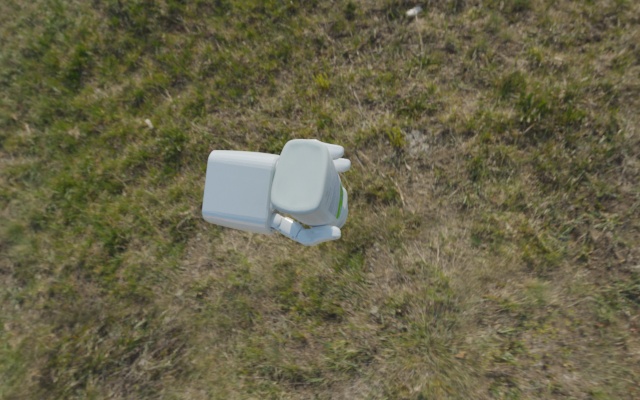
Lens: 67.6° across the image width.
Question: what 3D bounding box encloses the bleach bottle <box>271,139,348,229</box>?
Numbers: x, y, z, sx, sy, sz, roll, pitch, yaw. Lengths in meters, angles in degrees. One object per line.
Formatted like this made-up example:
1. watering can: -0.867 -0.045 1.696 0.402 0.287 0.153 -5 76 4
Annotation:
1. bleach bottle: 0.000 0.002 0.704 0.068 0.102 0.251 8 -15 15
